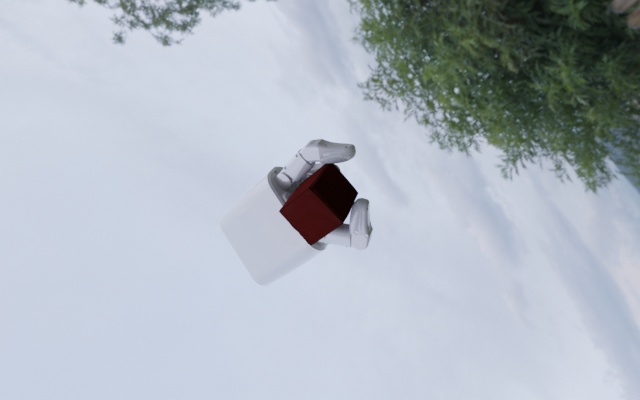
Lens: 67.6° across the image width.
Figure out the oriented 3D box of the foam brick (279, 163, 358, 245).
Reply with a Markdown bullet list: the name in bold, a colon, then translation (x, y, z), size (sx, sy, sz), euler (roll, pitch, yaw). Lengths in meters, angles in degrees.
- **foam brick**: translation (0.000, 0.002, 0.526), size (0.051, 0.053, 0.078), euler (-36, 10, 29)
